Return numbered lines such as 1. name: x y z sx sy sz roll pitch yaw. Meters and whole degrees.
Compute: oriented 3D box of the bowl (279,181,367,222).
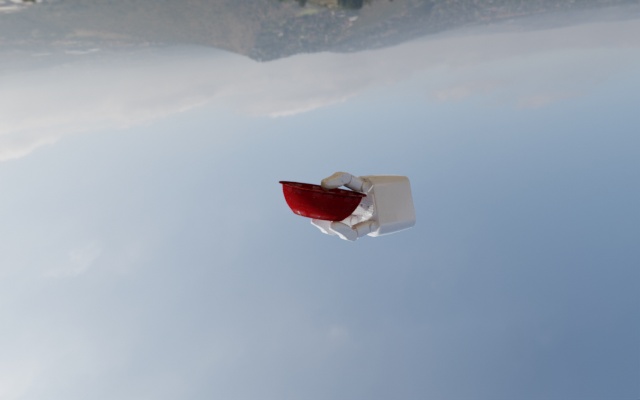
1. bowl: -0.001 0.003 0.865 0.162 0.055 0.162 9 4 -1
